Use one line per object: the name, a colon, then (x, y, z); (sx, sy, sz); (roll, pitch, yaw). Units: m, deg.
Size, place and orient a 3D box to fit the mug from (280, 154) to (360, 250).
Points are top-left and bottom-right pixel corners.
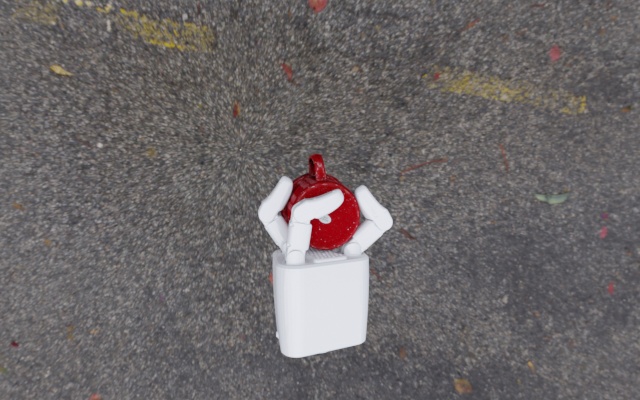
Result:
mug: (0.000, 0.000, 0.582); (0.093, 0.117, 0.081); (-3, 7, -9)
